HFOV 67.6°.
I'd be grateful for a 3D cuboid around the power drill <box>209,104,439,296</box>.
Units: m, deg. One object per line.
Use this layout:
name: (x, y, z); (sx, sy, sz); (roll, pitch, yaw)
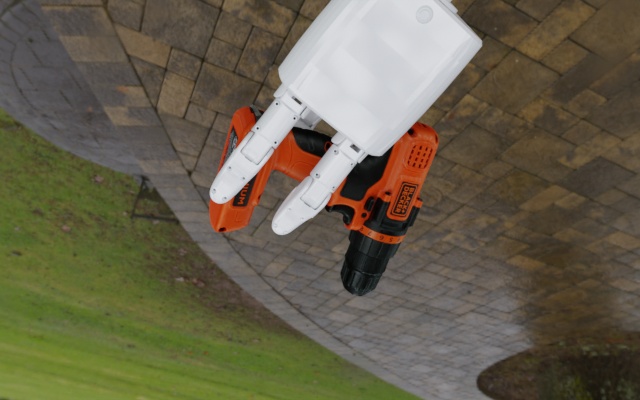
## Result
power drill: (0.000, 0.001, 0.433); (0.187, 0.184, 0.057); (9, 21, -24)
